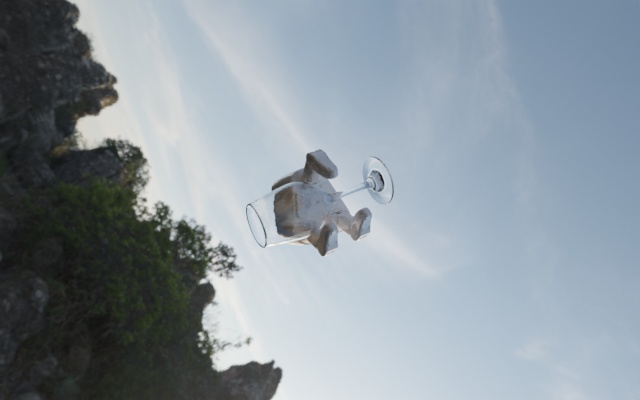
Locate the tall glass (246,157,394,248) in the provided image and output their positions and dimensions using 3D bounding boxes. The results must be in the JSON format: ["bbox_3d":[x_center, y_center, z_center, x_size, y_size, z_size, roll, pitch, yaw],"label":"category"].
[{"bbox_3d":[0.001,0.002,0.665,0.201,0.079,0.079,-20,9,-24],"label":"tall glass"}]
